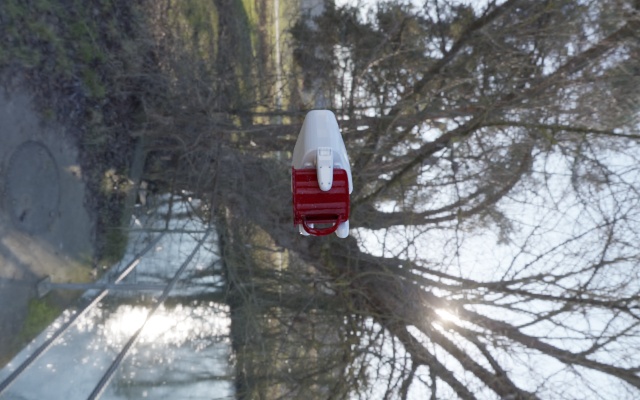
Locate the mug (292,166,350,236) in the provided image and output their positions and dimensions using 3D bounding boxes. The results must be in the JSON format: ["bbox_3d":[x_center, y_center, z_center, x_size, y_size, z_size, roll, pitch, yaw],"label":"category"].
[{"bbox_3d":[0.000,0.003,0.704,0.081,0.117,0.093,-2,-43,-3],"label":"mug"}]
